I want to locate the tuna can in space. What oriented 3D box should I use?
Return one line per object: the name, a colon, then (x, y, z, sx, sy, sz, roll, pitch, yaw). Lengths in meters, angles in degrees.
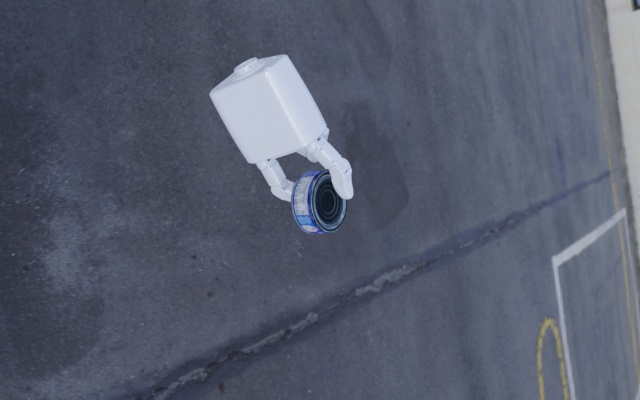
tuna can: (0.001, 0.002, 0.645, 0.034, 0.086, 0.086, -2, -1, 37)
